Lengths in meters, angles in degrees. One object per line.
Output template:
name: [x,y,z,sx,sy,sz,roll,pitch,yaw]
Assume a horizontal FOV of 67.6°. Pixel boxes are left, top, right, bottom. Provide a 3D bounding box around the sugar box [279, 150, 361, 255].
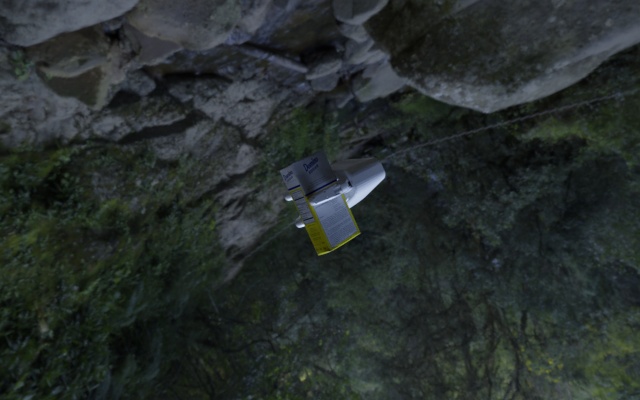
sugar box: [0.000,0.003,0.894,0.093,0.176,0.048,-27,3,-43]
